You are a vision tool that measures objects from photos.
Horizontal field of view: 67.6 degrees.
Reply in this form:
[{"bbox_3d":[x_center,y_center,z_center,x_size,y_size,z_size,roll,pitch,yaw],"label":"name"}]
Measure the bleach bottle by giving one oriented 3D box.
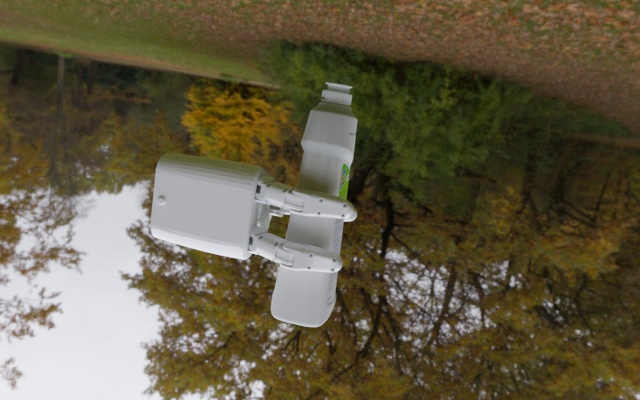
[{"bbox_3d":[0.000,0.002,0.520,0.068,0.251,0.102,11,11,7],"label":"bleach bottle"}]
